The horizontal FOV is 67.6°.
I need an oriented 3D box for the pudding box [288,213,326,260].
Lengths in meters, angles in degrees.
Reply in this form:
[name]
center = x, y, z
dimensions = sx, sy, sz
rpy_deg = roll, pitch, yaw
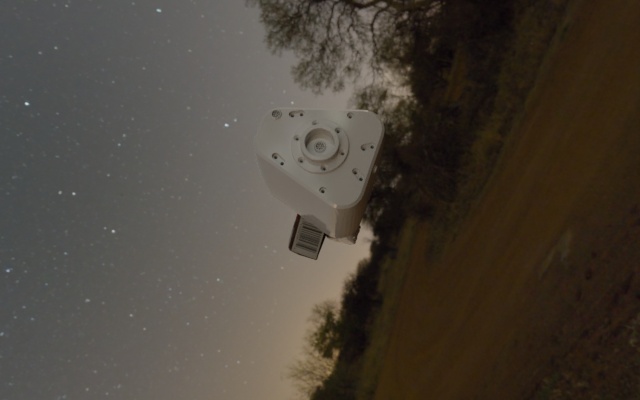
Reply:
[pudding box]
center = 0.000, 0.002, 0.566
dimensions = 0.039, 0.113, 0.090
rpy_deg = 19, 14, 3
